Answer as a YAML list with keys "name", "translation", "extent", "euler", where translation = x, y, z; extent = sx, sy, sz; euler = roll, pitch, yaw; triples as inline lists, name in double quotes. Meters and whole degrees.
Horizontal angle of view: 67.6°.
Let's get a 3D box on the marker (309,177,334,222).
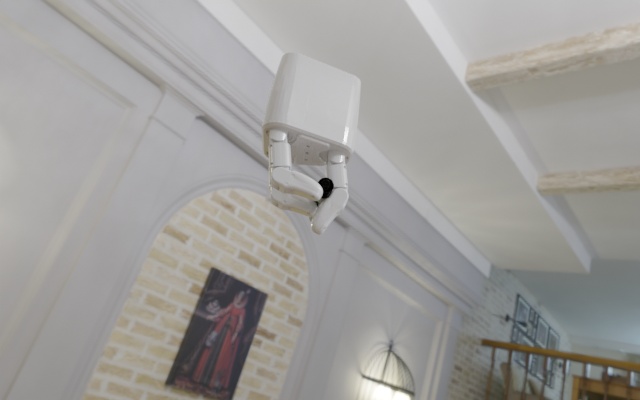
- name: "marker"
  translation: [0.000, 0.002, 0.584]
  extent: [0.020, 0.020, 0.121]
  euler: [0, -21, -6]
